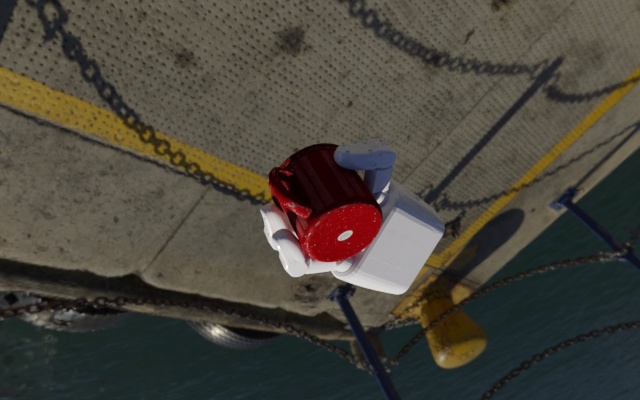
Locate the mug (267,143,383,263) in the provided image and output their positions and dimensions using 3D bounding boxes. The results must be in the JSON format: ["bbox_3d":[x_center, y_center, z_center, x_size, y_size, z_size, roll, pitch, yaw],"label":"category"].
[{"bbox_3d":[-0.001,0.001,0.454,0.117,0.093,0.081,25,25,-43],"label":"mug"}]
